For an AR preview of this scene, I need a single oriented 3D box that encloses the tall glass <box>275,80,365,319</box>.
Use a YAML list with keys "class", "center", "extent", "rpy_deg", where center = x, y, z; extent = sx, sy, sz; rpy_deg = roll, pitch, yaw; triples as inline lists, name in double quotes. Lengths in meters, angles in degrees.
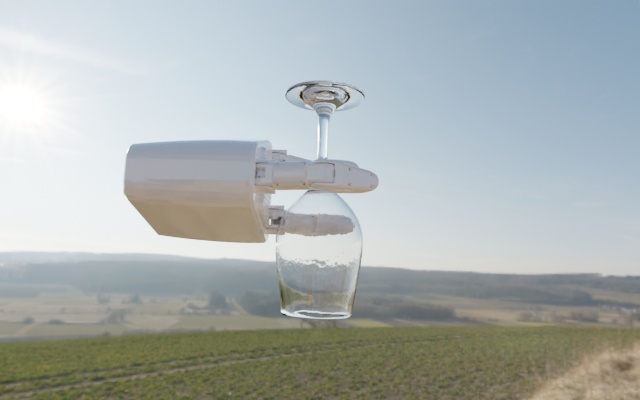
- class: "tall glass"
  center: [0.000, 0.001, 0.429]
  extent: [0.079, 0.201, 0.079]
  rpy_deg: [2, -9, 0]
